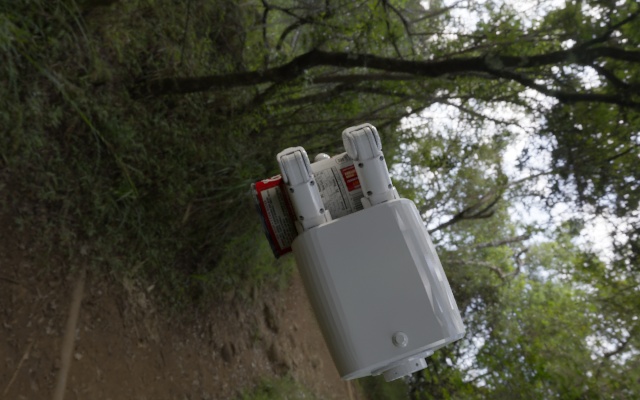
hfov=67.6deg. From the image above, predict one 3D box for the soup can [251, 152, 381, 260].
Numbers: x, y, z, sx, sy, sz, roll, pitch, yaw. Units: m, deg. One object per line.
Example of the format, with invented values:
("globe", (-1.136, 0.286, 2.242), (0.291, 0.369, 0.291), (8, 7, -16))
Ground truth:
("soup can", (0.000, 0.001, 0.406), (0.102, 0.068, 0.068), (-19, 1, -2))
